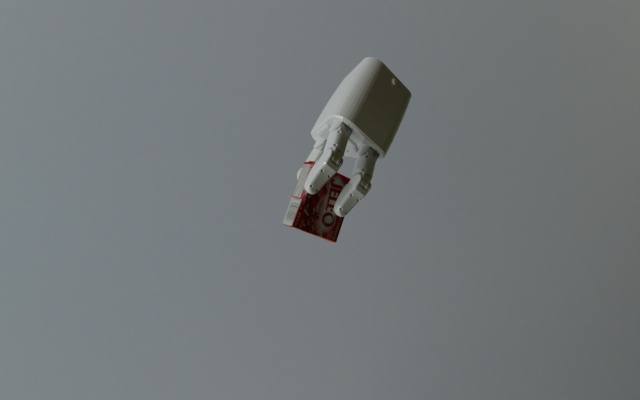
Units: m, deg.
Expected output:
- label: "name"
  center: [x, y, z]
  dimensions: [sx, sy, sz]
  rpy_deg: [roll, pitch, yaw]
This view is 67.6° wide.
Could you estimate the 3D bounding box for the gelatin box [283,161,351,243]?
- label: "gelatin box"
  center: [0.000, 0.002, 0.626]
  dimensions: [0.073, 0.089, 0.030]
  rpy_deg: [23, -6, -32]
